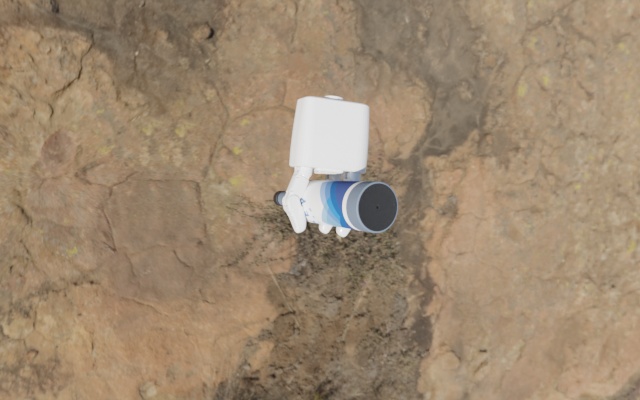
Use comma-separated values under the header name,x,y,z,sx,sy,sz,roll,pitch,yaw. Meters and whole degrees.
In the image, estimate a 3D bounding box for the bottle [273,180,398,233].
name,x,y,z,sx,sy,sz,roll,pitch,yaw
bottle,0.000,0.003,0.737,0.069,0.069,0.295,0,2,-30
